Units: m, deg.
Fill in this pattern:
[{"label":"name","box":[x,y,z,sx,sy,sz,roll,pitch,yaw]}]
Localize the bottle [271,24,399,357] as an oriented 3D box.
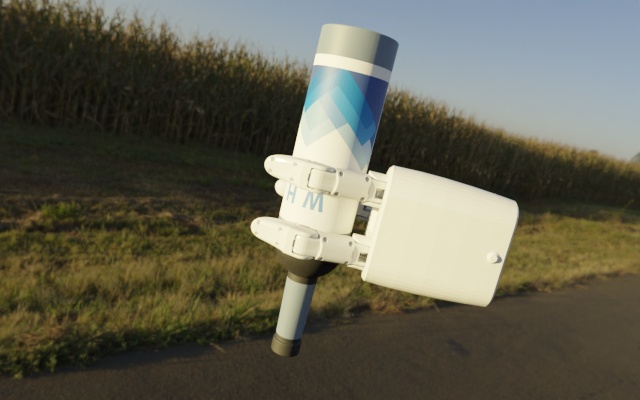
[{"label":"bottle","box":[0.000,0.001,0.429,0.069,0.296,0.069,13,10,-2]}]
